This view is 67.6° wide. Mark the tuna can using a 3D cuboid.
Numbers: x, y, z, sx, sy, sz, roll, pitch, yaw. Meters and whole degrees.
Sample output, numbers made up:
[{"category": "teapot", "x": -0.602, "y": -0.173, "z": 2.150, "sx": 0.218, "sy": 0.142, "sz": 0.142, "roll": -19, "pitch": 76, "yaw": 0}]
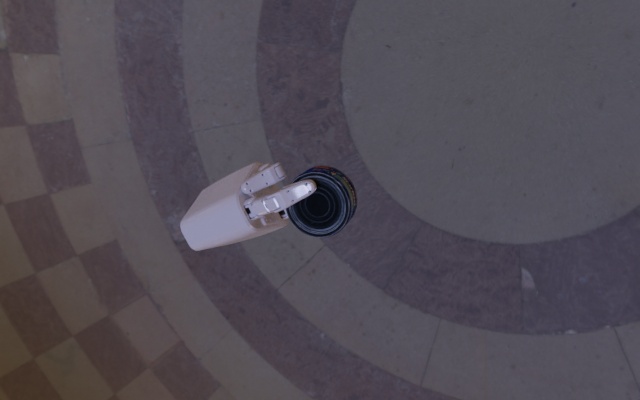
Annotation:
[{"category": "tuna can", "x": 0.000, "y": 0.002, "z": 0.589, "sx": 0.086, "sy": 0.086, "sz": 0.033, "roll": 0, "pitch": 15, "yaw": 18}]
